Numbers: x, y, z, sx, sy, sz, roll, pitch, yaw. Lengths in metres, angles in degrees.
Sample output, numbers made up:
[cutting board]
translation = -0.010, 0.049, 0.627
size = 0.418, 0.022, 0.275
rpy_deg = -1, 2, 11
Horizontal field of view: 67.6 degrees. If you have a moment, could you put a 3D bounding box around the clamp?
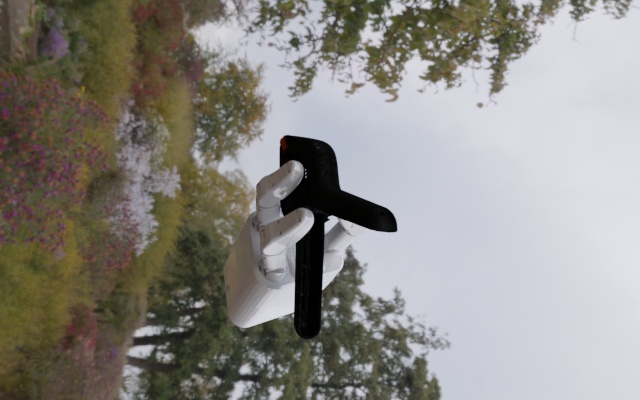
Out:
[clamp]
translation = 0.001, 0.001, 0.456
size = 0.036, 0.209, 0.165
rpy_deg = 8, -41, -28
